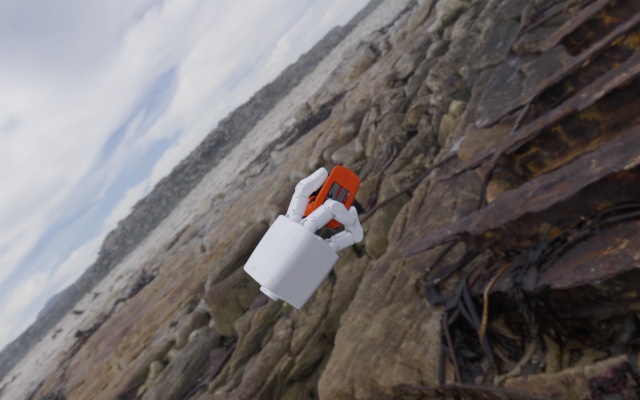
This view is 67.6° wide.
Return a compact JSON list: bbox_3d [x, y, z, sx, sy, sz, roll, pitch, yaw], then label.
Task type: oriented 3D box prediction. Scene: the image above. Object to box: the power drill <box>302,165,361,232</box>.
[{"bbox_3d":[0.000,0.003,0.855,0.057,0.184,0.188,30,-24,-12],"label":"power drill"}]
